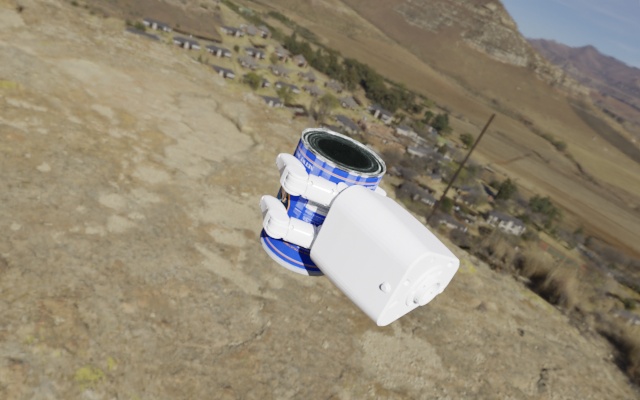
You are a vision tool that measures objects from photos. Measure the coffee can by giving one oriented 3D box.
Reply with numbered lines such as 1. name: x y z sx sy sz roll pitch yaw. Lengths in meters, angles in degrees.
1. coffee can: 0.000 0.002 0.557 0.103 0.140 0.102 20 26 -10
